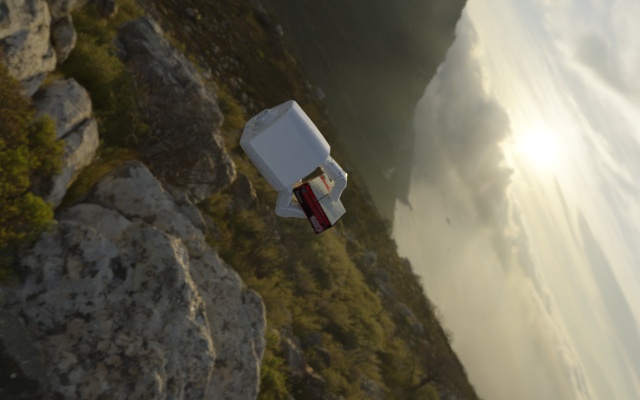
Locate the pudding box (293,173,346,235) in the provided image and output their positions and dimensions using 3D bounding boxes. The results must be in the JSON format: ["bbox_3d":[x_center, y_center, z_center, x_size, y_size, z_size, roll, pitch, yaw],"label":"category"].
[{"bbox_3d":[0.000,0.003,0.857,0.039,0.090,0.113,-26,3,21],"label":"pudding box"}]
